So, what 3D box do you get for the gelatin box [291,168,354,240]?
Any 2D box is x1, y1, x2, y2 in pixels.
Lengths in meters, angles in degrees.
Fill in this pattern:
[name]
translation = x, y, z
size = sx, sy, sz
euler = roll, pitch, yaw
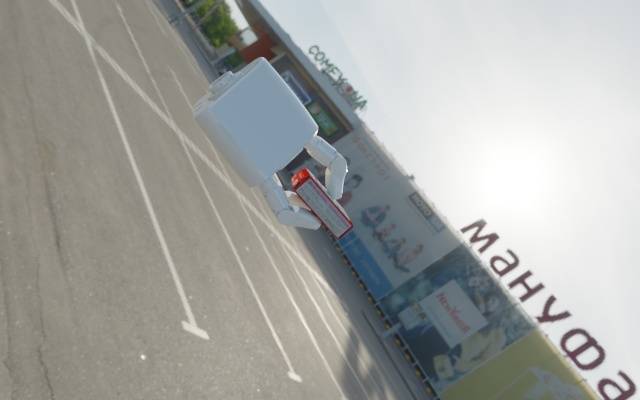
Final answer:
[gelatin box]
translation = 0.001, 0.002, 0.618
size = 0.030, 0.089, 0.073
euler = -41, 12, 4
